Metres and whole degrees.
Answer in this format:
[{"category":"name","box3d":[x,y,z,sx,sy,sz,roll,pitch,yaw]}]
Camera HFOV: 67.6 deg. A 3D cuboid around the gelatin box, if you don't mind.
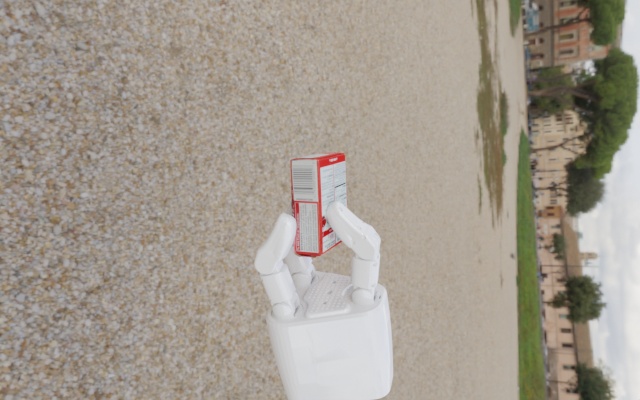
[{"category":"gelatin box","box3d":[0.000,0.001,0.450,0.030,0.089,0.073,2,10,22]}]
